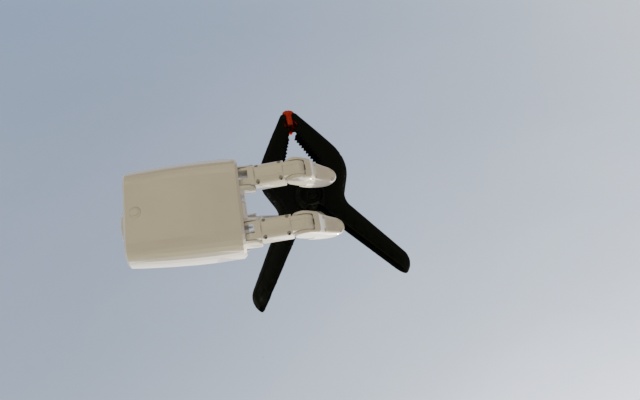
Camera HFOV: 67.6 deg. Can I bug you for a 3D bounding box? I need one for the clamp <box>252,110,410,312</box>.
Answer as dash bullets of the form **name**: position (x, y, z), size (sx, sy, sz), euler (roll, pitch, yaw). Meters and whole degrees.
- **clamp**: position (0.000, 0.001, 0.508), size (0.164, 0.210, 0.036), euler (-6, -17, -9)
